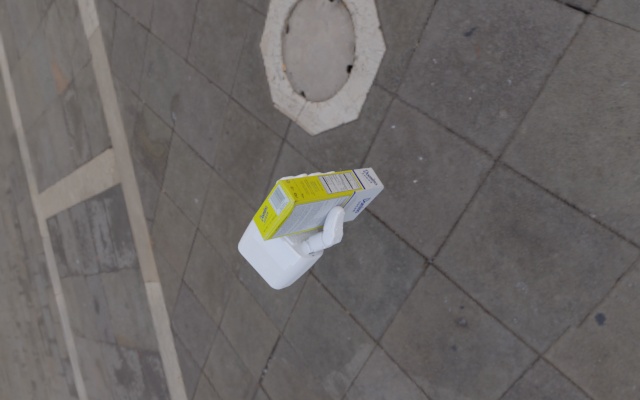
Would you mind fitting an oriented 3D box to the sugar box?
[{"bbox_3d":[0.000,0.002,0.686,0.176,0.048,0.093,-13,-27,-43],"label":"sugar box"}]
